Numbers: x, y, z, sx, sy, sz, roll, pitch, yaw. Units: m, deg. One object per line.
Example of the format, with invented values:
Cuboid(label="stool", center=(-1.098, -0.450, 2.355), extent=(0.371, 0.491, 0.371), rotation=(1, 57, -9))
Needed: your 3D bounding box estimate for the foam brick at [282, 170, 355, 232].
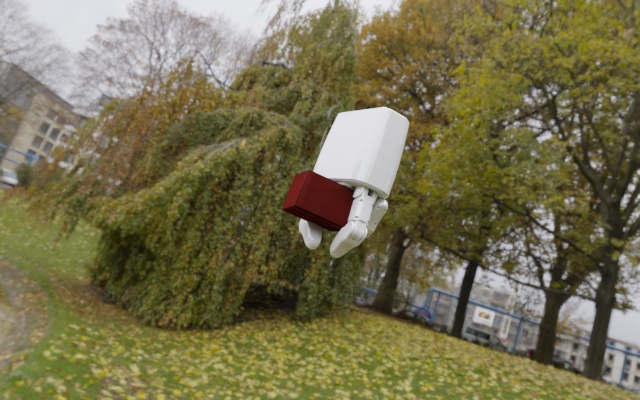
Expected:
Cuboid(label="foam brick", center=(0.000, 0.002, 0.602), extent=(0.078, 0.051, 0.053), rotation=(25, -13, -21))
